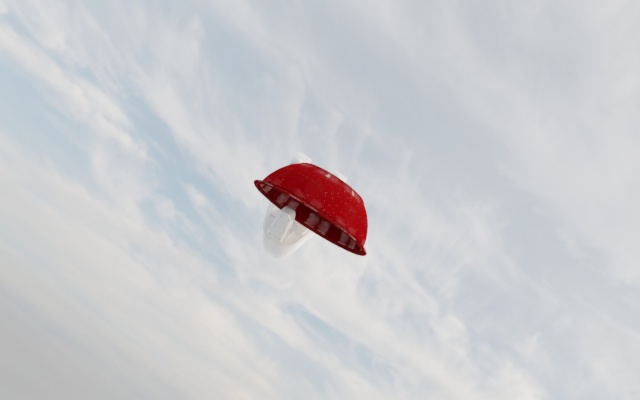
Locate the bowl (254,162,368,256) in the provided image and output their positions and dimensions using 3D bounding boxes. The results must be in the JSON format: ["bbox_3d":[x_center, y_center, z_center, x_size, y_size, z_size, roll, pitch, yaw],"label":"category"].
[{"bbox_3d":[0.001,0.002,0.581,0.162,0.055,0.162,32,-10,6],"label":"bowl"}]
